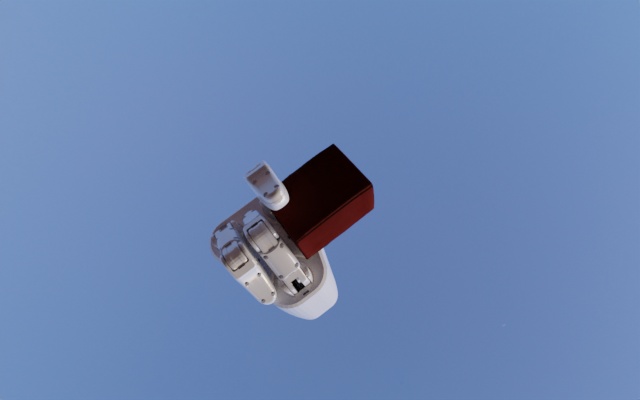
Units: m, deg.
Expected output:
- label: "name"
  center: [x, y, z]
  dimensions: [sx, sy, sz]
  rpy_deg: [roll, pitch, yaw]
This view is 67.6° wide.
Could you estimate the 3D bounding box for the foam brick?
- label: "foam brick"
  center: [0.000, 0.001, 0.405]
  dimensions: [0.078, 0.053, 0.051]
  rpy_deg: [-37, -23, -5]
